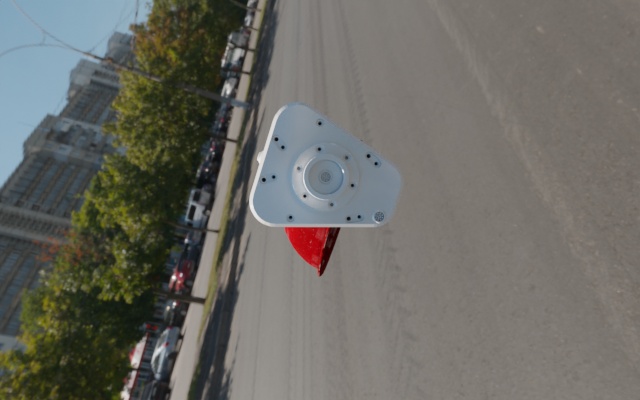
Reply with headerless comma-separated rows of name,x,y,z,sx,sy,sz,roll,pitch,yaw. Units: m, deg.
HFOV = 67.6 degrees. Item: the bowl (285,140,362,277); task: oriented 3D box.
bowl,0.000,0.002,0.549,0.055,0.162,0.162,17,2,7
